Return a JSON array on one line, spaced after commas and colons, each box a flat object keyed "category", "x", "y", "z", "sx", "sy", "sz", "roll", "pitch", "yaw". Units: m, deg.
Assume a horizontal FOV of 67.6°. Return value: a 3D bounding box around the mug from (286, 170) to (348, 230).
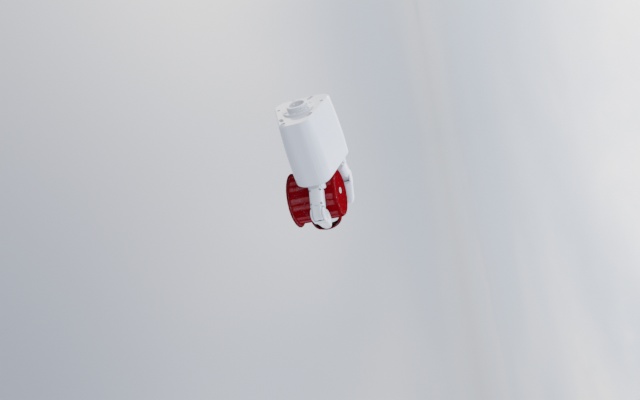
[{"category": "mug", "x": 0.001, "y": 0.004, "z": 0.806, "sx": 0.081, "sy": 0.117, "sz": 0.093, "roll": -11, "pitch": 33, "yaw": 16}]
